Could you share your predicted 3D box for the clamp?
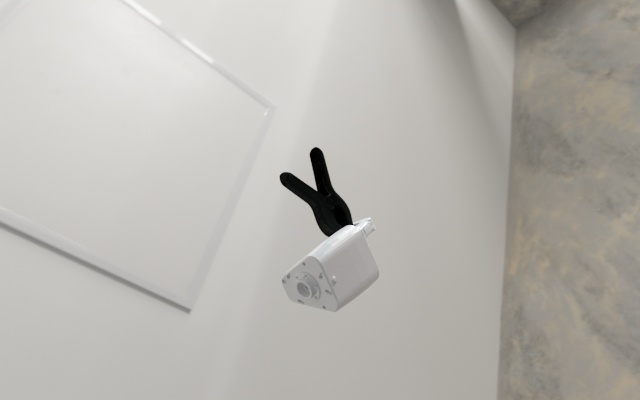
[{"bbox_3d":[0.000,0.003,0.779,0.039,0.171,0.120,-26,4,43],"label":"clamp"}]
